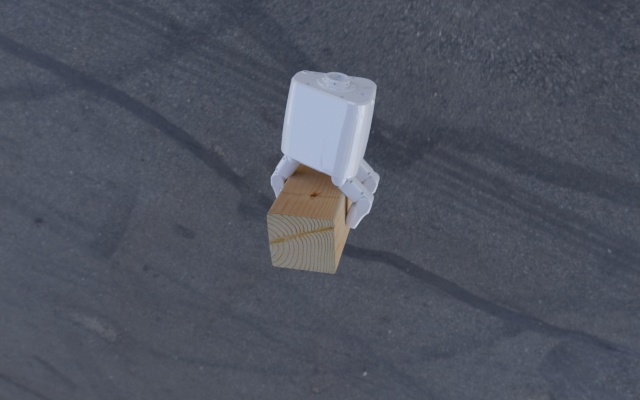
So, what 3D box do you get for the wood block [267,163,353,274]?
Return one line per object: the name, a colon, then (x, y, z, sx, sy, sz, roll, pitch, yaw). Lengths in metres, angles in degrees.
wood block: (0.000, 0.002, 0.700, 0.091, 0.090, 0.206, 6, 34, 13)
